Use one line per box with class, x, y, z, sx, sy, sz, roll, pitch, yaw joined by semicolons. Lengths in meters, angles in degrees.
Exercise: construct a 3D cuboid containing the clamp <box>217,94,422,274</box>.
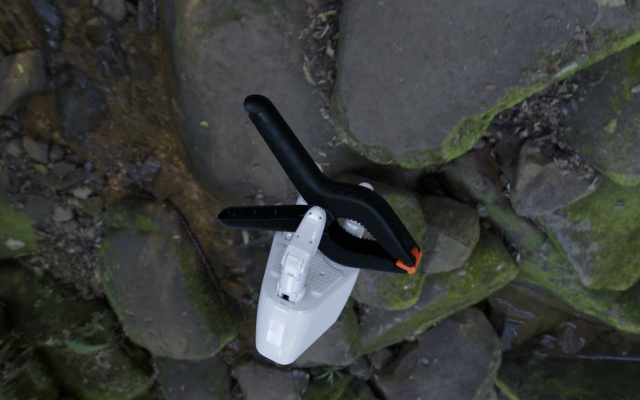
clamp;0.000;0.002;0.446;0.210;0.165;0.036;24;43;10
